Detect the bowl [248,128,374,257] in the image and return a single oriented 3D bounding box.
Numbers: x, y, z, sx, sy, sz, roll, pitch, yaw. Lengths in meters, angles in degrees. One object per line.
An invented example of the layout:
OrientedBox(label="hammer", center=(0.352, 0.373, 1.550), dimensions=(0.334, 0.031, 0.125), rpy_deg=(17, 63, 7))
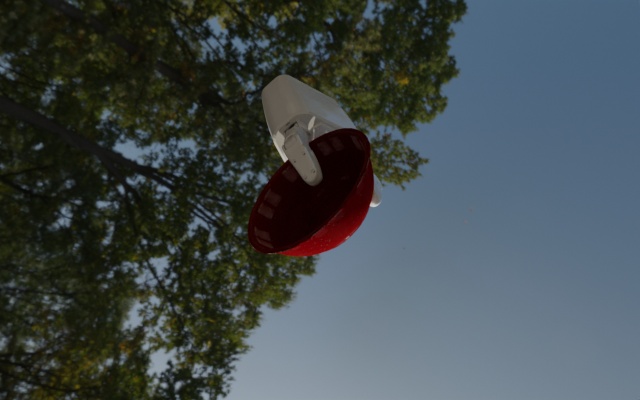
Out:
OrientedBox(label="bowl", center=(0.000, 0.003, 0.500), dimensions=(0.055, 0.162, 0.162), rpy_deg=(44, -25, -29))
